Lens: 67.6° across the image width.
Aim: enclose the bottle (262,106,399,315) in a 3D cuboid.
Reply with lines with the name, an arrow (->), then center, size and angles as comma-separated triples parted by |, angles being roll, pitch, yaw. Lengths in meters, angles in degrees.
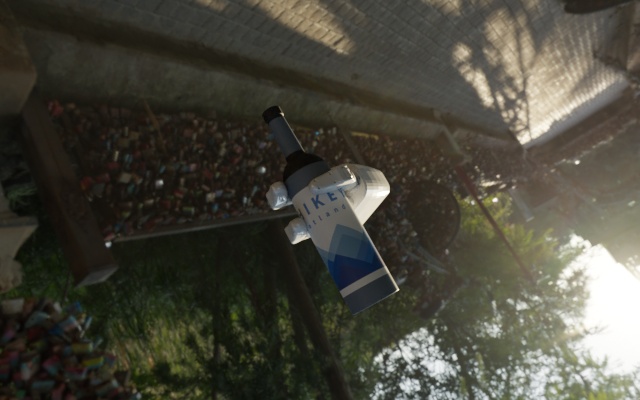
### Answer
bottle -> 0.000, 0.002, 0.629 | 0.069, 0.295, 0.069 | -27, -13, -7
